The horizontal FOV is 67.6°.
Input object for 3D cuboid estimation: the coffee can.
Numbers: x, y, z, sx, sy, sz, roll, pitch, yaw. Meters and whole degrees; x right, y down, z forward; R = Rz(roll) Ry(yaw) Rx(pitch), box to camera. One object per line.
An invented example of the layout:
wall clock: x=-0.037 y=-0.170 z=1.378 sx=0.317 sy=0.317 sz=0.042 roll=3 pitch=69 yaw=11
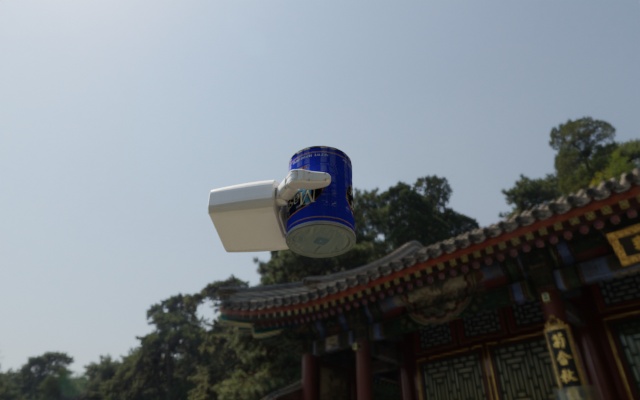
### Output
coffee can: x=0.000 y=0.002 z=0.731 sx=0.103 sy=0.140 sz=0.103 roll=0 pitch=-33 yaw=0
